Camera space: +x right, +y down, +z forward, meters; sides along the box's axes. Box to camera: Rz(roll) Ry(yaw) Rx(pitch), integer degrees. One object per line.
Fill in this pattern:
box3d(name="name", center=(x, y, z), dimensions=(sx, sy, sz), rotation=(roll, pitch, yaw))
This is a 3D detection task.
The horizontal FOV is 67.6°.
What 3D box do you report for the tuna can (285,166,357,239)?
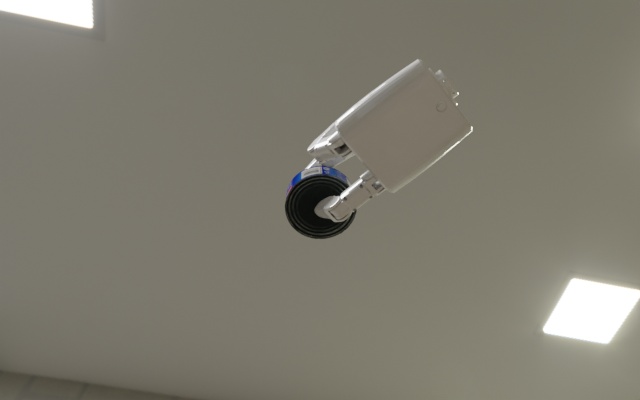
box3d(name="tuna can", center=(0.000, 0.002, 0.581), dimensions=(0.086, 0.086, 0.033), rotation=(0, 26, -2))
